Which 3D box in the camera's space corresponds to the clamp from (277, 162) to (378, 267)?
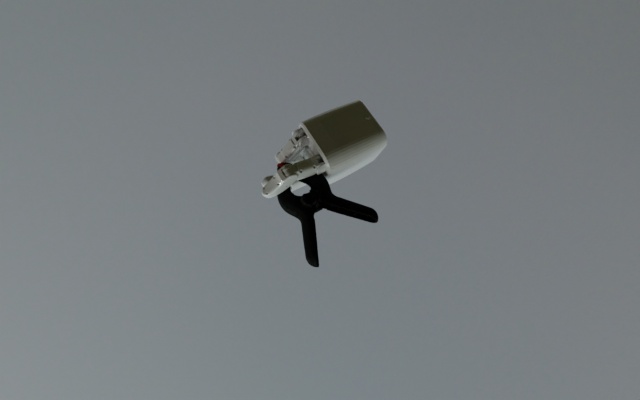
[{"bbox_3d":[0.000,0.003,0.700,0.120,0.171,0.039,-26,-25,-13],"label":"clamp"}]
